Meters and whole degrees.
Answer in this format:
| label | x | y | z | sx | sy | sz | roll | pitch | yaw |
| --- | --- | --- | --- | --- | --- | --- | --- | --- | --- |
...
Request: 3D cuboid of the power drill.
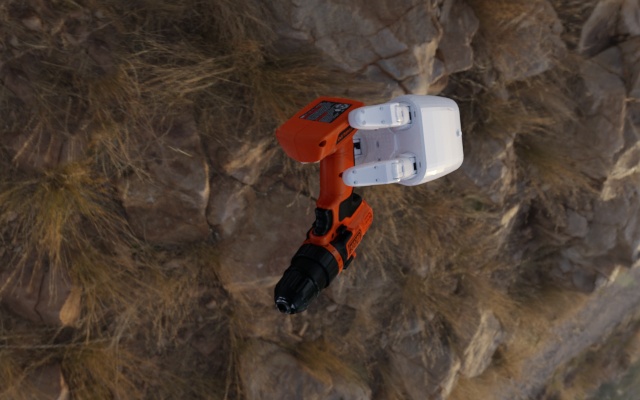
| label | x | y | z | sx | sy | sz | roll | pitch | yaw |
| --- | --- | --- | --- | --- | --- | --- | --- | --- | --- |
| power drill | 0.000 | 0.001 | 0.497 | 0.057 | 0.188 | 0.184 | 13 | 38 | 23 |
